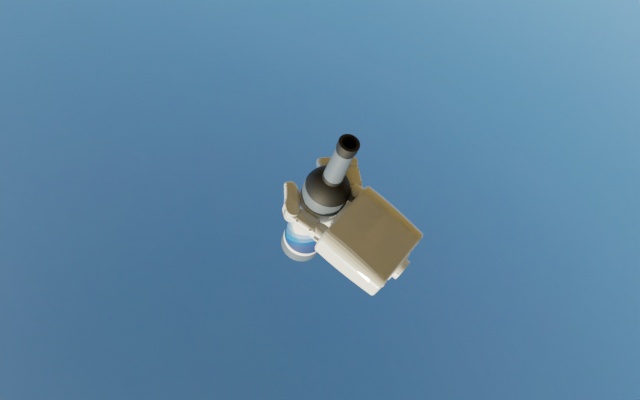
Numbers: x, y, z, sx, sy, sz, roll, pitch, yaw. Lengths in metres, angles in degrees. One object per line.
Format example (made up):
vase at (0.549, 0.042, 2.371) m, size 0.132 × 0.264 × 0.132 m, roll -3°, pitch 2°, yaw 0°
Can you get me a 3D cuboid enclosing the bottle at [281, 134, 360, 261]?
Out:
bottle at (0.000, 0.002, 0.698) m, size 0.069 × 0.069 × 0.296 m, roll 0°, pitch -29°, yaw -16°
